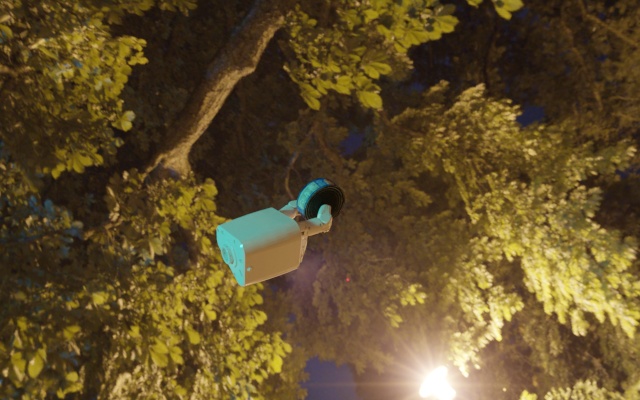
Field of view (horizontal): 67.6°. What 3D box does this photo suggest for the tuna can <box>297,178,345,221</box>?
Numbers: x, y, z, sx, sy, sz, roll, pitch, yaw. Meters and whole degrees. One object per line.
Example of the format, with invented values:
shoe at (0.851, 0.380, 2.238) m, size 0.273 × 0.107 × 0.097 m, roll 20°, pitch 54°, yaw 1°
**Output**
tuna can at (0.000, 0.003, 0.869) m, size 0.086 × 0.086 × 0.033 m, roll 0°, pitch 29°, yaw -37°
